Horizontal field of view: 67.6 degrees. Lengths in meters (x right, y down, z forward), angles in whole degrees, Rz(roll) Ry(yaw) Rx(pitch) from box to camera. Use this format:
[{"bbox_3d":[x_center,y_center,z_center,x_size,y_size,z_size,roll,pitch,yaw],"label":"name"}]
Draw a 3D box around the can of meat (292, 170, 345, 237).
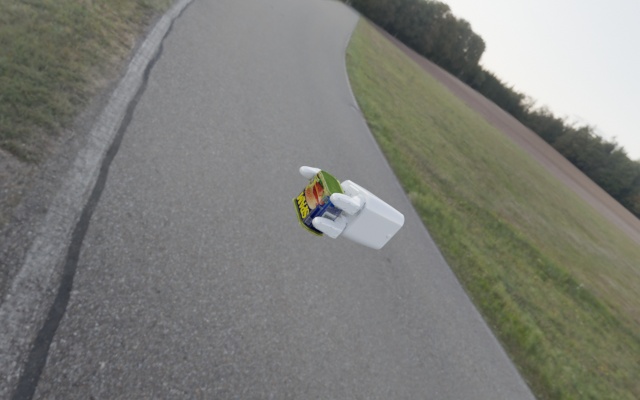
[{"bbox_3d":[0.000,0.003,0.888,0.057,0.084,0.102,29,24,-30],"label":"can of meat"}]
